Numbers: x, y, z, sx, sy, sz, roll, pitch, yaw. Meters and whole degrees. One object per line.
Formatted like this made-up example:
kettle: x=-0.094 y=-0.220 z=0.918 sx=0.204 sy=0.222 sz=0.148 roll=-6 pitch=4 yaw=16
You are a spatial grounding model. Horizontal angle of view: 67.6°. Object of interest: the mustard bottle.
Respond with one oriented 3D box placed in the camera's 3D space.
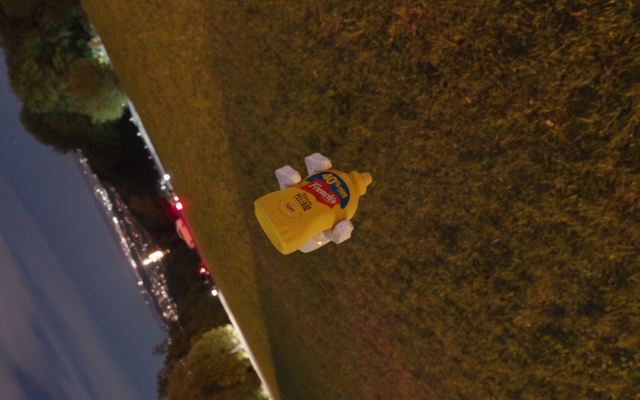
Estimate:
mustard bottle: x=0.000 y=0.002 z=0.749 sx=0.191 sy=0.096 sz=0.058 roll=-27 pitch=-31 yaw=-21
